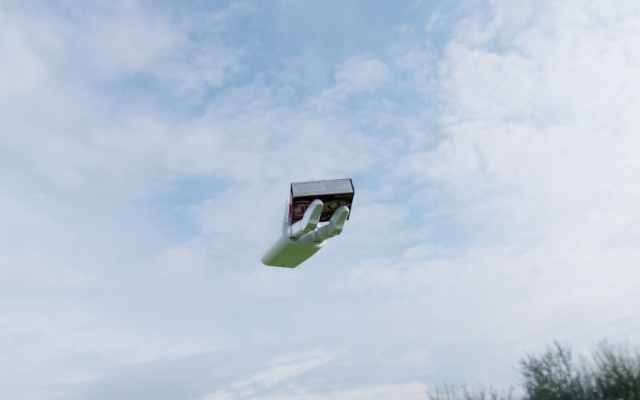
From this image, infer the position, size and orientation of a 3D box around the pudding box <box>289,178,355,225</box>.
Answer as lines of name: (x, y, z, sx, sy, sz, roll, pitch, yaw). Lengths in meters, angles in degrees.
pudding box: (0.000, 0.003, 0.864, 0.113, 0.039, 0.090, -6, -33, -9)
